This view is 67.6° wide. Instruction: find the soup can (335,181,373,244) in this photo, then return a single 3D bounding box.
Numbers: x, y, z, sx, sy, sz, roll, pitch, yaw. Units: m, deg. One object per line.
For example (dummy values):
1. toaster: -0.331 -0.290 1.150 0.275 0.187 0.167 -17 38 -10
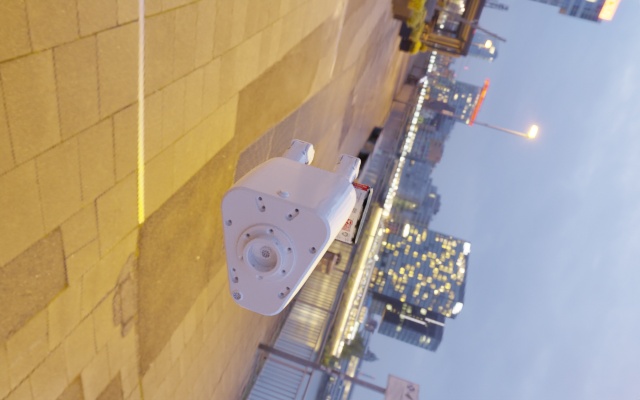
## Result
1. soup can: 0.000 0.002 0.531 0.102 0.068 0.068 17 2 8
